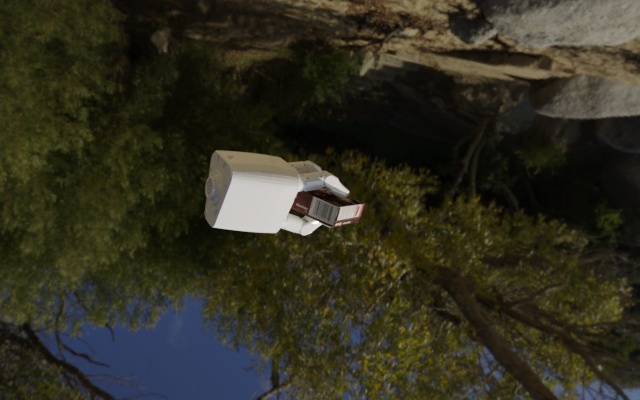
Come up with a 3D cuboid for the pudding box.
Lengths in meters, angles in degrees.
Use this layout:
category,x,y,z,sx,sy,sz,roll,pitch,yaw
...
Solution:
category,x,y,z,sx,sy,sz,roll,pitch,yaw
pudding box,0.000,0.003,0.760,0.113,0.039,0.090,26,17,27
